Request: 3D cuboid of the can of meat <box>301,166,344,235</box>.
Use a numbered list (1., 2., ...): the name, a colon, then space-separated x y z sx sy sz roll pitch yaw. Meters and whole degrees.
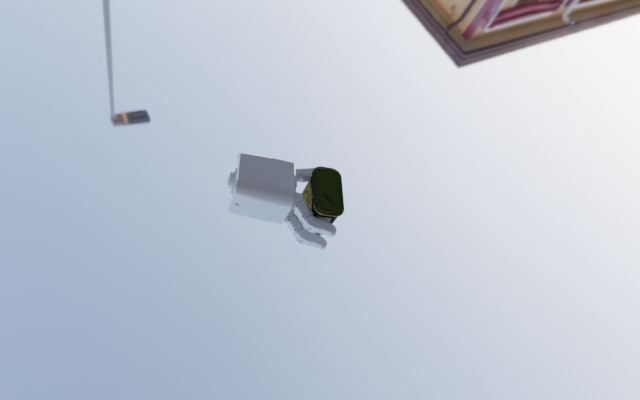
1. can of meat: 0.000 0.003 0.883 0.057 0.102 0.084 8 -32 -18
